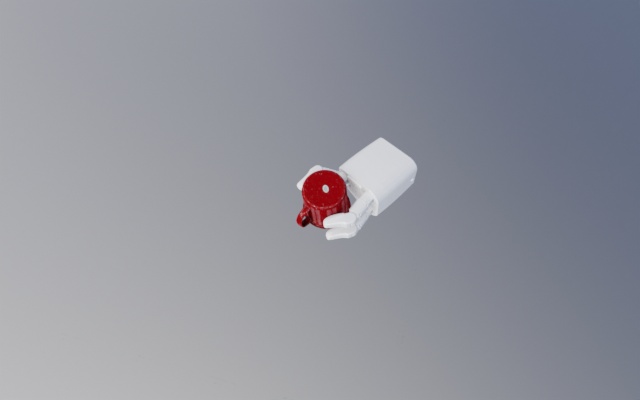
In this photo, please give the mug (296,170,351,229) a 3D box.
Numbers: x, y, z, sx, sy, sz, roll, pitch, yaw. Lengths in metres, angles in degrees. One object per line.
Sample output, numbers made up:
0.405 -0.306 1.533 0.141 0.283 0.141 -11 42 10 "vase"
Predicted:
-0.001 0.004 0.882 0.117 0.093 0.081 -40 -22 -13 "mug"
